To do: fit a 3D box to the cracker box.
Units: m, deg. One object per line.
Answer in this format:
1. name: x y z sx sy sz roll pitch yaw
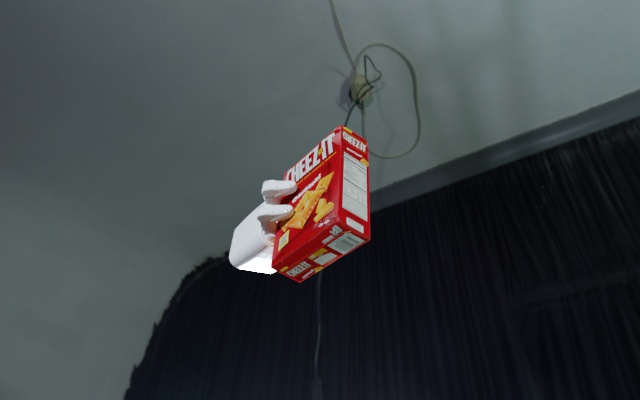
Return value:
1. cracker box: 0.000 0.003 0.782 0.072 0.213 0.164 31 -48 -28
